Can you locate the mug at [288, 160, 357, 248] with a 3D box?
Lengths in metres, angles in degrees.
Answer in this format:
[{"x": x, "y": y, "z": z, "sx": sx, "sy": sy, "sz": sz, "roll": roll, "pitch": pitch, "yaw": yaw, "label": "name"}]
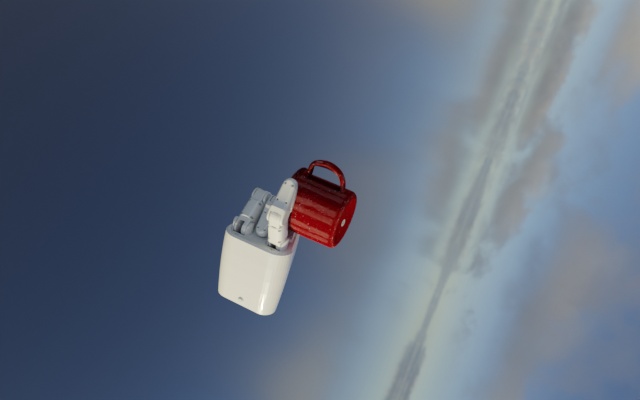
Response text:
[{"x": 0.001, "y": 0.001, "z": 0.639, "sx": 0.081, "sy": 0.117, "sz": 0.093, "roll": 23, "pitch": 26, "yaw": 16, "label": "mug"}]
